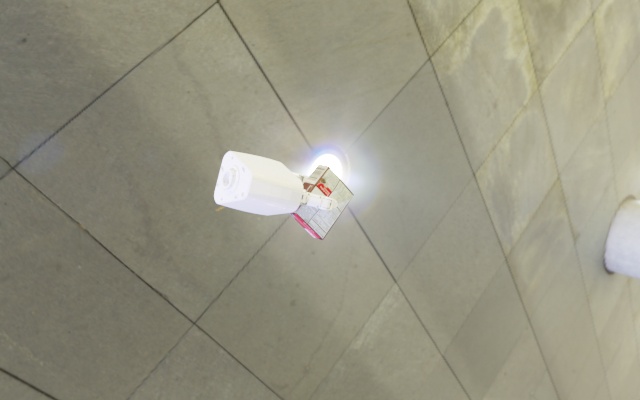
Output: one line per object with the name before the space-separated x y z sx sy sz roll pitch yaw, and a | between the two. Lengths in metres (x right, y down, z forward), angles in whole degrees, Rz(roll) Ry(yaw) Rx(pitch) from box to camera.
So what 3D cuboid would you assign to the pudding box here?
pudding box | 0.000 0.003 0.886 0.039 0.113 0.090 18 -24 51
